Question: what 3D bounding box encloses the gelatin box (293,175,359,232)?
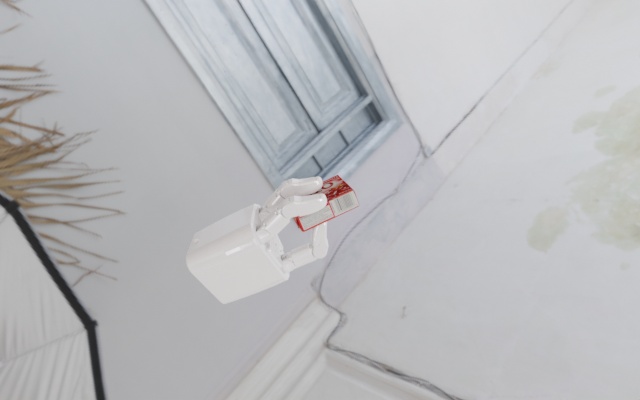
[{"bbox_3d":[0.001,0.002,0.669,0.089,0.030,0.073,-25,23,-6],"label":"gelatin box"}]
